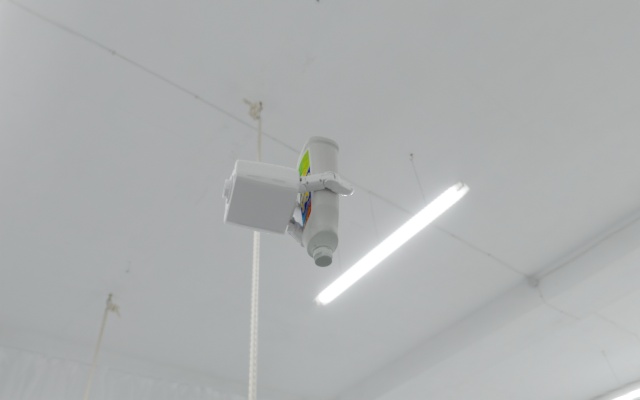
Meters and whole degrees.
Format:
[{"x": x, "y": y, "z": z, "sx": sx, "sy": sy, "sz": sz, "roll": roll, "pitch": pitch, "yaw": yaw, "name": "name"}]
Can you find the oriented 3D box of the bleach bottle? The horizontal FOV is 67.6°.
[{"x": 0.000, "y": 0.003, "z": 0.833, "sx": 0.068, "sy": 0.250, "sz": 0.103, "roll": 12, "pitch": -48, "yaw": -16, "name": "bleach bottle"}]
